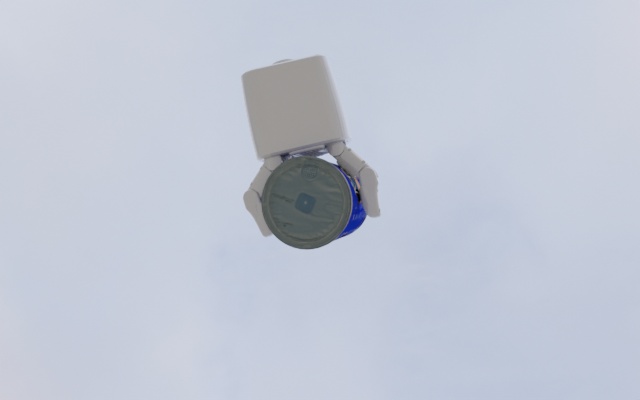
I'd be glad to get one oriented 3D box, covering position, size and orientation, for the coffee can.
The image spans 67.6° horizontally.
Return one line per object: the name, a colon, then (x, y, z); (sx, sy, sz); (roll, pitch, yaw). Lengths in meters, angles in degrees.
coffee can: (0.000, 0.002, 0.587); (0.103, 0.103, 0.140); (0, 1, 14)
